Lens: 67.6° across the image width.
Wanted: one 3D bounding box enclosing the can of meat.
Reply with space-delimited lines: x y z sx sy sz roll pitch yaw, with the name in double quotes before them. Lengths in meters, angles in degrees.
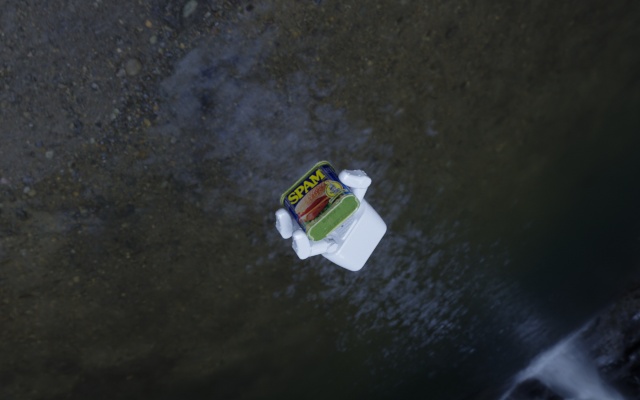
"can of meat" 0.000 0.003 0.749 0.084 0.102 0.057 52 6 35
